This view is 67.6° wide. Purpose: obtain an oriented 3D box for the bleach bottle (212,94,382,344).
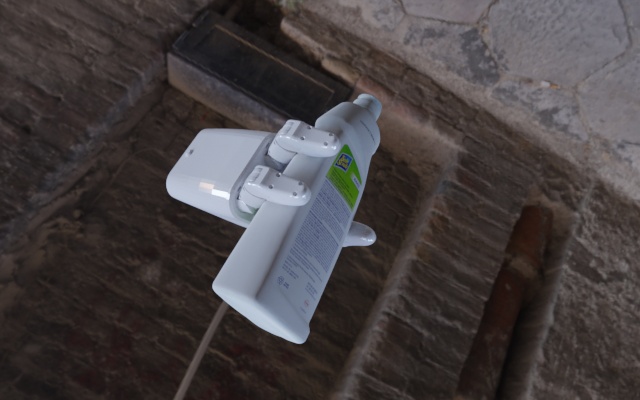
[{"bbox_3d":[0.000,0.002,0.465,0.068,0.250,0.103,11,-29,36],"label":"bleach bottle"}]
